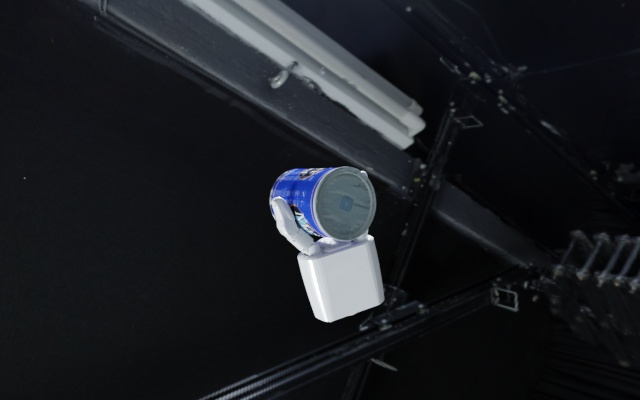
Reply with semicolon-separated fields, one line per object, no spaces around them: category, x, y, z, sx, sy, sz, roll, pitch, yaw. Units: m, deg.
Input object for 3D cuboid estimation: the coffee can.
coffee can;0.000;0.002;0.714;0.103;0.103;0.140;0;2;-32
